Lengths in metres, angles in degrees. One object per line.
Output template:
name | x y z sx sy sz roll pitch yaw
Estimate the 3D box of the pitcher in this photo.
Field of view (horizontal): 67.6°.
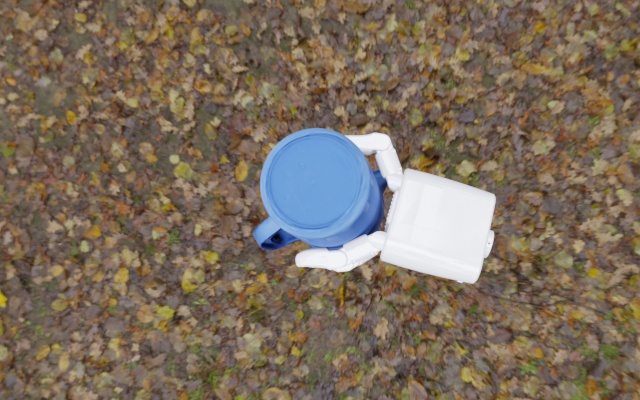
pitcher | 0.000 0.002 0.564 0.145 0.149 0.243 15 -4 9
